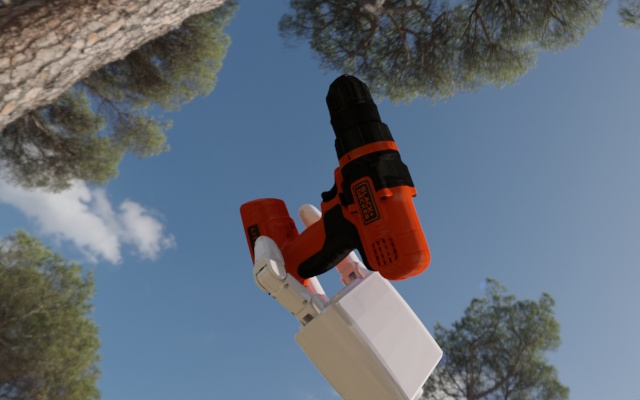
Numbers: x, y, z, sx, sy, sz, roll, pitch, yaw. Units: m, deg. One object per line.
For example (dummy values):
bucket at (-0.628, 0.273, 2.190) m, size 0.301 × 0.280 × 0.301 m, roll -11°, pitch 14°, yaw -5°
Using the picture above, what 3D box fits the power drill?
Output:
power drill at (0.000, 0.002, 0.450) m, size 0.057 × 0.184 × 0.188 m, roll -2°, pitch -20°, yaw -44°
